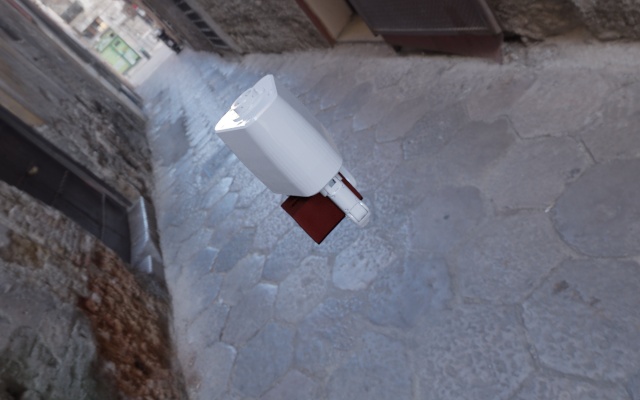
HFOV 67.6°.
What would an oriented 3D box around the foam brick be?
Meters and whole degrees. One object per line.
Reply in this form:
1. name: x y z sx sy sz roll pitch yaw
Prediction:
1. foam brick: 0.000 0.002 0.571 0.051 0.078 0.053 45 -4 -26
